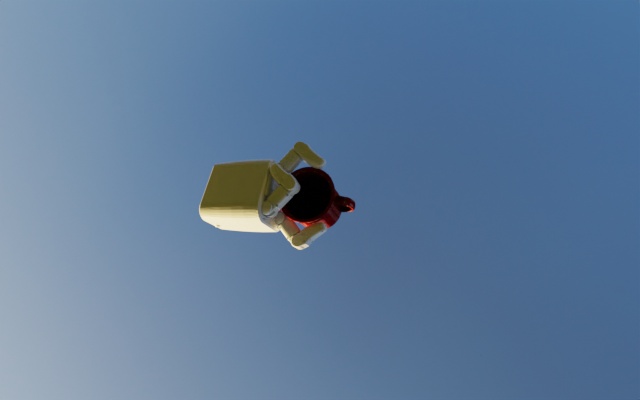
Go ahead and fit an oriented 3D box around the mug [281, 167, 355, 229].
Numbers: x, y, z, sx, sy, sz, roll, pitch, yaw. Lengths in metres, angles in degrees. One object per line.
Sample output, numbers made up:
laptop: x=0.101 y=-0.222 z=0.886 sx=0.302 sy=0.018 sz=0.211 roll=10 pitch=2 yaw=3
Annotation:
mug: x=0.002 y=0.003 z=0.781 sx=0.117 sy=0.093 sz=0.081 roll=3 pitch=-16 yaw=18
